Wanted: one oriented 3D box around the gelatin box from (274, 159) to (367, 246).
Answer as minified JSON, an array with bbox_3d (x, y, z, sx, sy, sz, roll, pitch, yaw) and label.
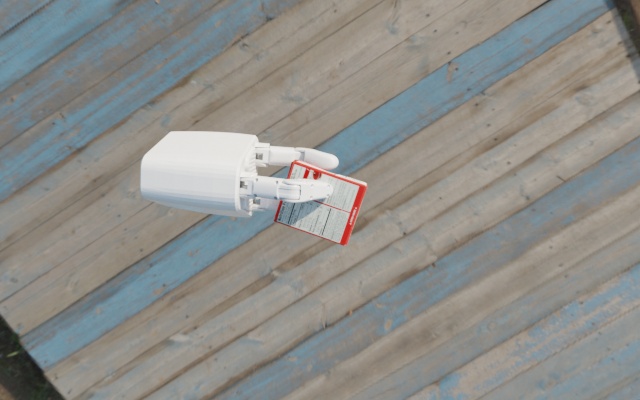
[{"bbox_3d":[0.000,0.002,0.541,0.089,0.073,0.030,19,10,4],"label":"gelatin box"}]
